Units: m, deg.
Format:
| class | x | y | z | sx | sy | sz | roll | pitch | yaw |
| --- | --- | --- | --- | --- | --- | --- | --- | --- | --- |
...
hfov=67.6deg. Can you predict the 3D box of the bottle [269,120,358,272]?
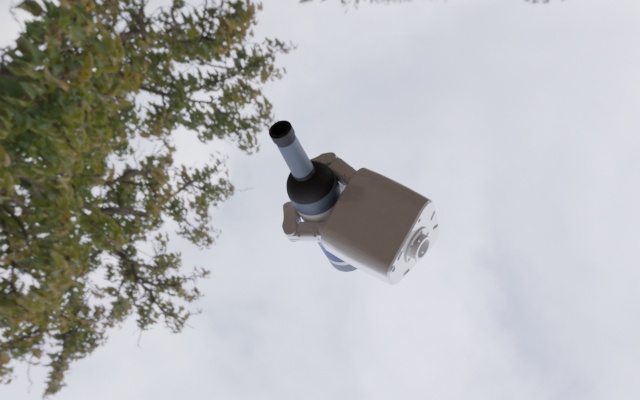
| class | x | y | z | sx | sy | sz | roll | pitch | yaw |
| --- | --- | --- | --- | --- | --- | --- | --- | --- | --- |
| bottle | 0.000 | 0.002 | 0.643 | 0.069 | 0.069 | 0.296 | 0 | -34 | 22 |
